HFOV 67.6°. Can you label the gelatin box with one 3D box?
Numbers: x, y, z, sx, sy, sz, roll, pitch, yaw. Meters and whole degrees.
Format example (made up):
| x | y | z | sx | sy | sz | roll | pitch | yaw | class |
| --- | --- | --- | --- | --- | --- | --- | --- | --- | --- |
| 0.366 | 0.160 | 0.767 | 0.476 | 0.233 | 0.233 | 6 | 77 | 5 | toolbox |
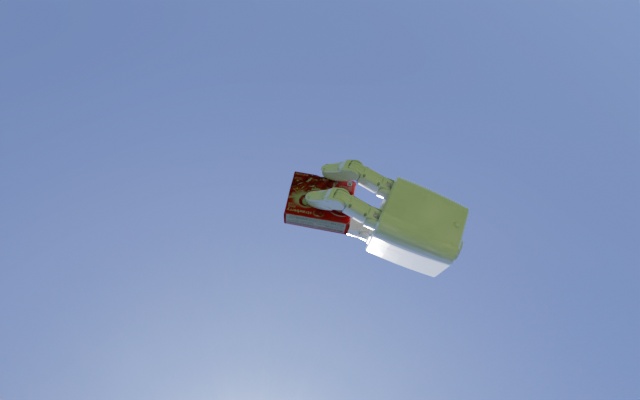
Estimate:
| x | y | z | sx | sy | sz | roll | pitch | yaw | class |
| --- | --- | --- | --- | --- | --- | --- | --- | --- | --- |
| 0.000 | 0.002 | 0.652 | 0.089 | 0.073 | 0.030 | 10 | -36 | 2 | gelatin box |
